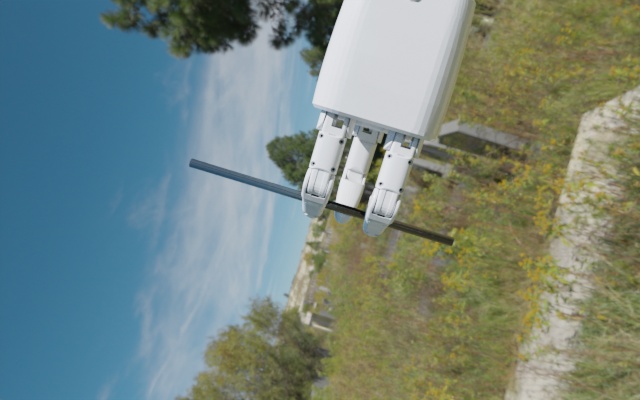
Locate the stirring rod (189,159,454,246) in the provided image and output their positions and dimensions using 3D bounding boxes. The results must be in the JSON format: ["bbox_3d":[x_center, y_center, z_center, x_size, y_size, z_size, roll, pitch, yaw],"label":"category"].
[{"bbox_3d":[0.000,0.001,0.420,0.239,0.011,0.011,17,0,2],"label":"stirring rod"}]
